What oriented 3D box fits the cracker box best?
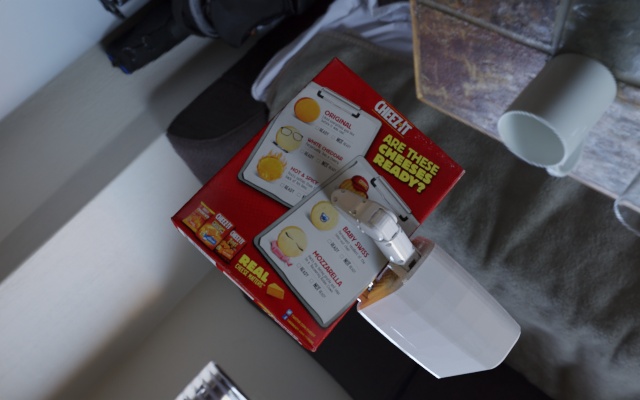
[{"bbox_3d":[0.000,0.002,0.445,0.164,0.213,0.072,42,-15,2],"label":"cracker box"}]
